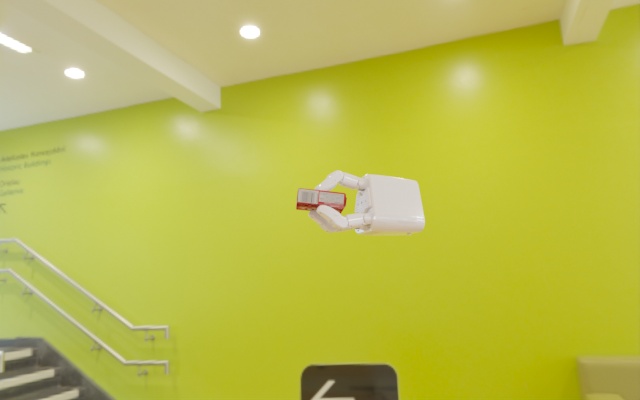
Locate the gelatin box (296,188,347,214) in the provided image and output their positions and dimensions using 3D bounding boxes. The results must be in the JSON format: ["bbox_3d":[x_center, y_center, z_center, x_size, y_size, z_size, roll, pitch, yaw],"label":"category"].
[{"bbox_3d":[0.000,0.002,0.883,0.089,0.030,0.073,6,-11,-3],"label":"gelatin box"}]
